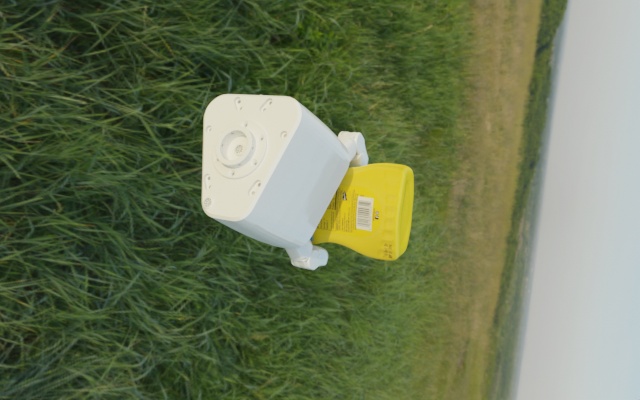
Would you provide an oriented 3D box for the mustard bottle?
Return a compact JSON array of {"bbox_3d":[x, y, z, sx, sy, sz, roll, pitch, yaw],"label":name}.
[{"bbox_3d":[0.000,0.002,0.516,0.191,0.096,0.058,8,13,25],"label":"mustard bottle"}]
